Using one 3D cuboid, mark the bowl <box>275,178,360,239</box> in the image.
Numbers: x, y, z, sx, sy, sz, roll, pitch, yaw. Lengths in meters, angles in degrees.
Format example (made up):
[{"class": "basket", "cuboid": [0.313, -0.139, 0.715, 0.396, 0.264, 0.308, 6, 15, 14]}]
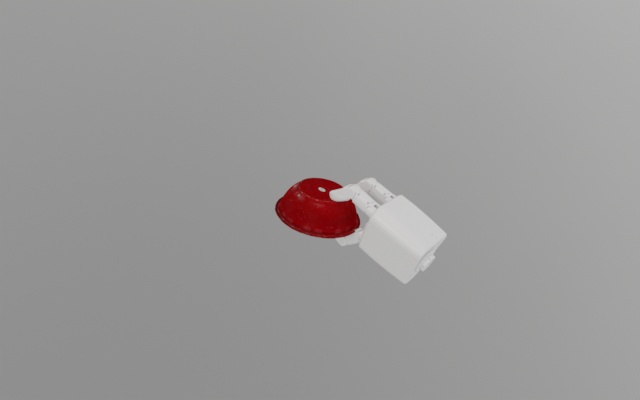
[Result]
[{"class": "bowl", "cuboid": [-0.001, 0.002, 0.878, 0.162, 0.055, 0.162, 9, 28, -5]}]
